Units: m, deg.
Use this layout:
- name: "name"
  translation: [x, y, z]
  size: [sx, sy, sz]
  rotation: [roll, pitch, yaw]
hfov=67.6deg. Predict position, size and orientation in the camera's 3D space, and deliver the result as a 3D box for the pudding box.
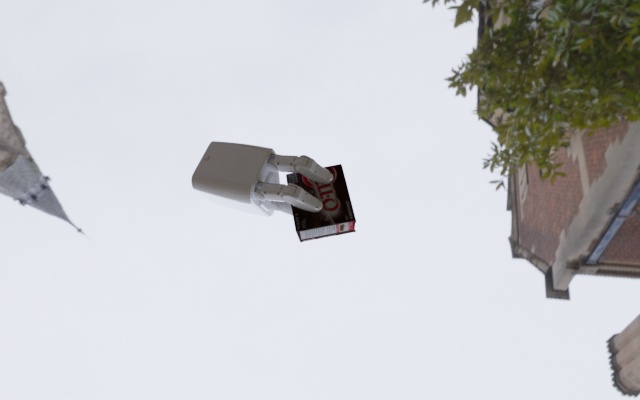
- name: "pudding box"
  translation: [0.000, 0.002, 0.729]
  size: [0.090, 0.113, 0.039]
  rotation: [-11, -33, -2]
